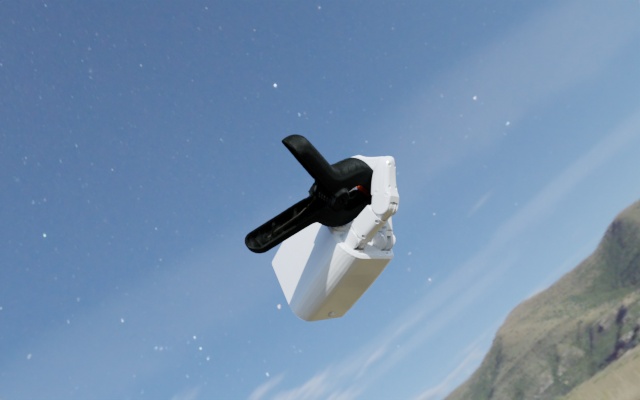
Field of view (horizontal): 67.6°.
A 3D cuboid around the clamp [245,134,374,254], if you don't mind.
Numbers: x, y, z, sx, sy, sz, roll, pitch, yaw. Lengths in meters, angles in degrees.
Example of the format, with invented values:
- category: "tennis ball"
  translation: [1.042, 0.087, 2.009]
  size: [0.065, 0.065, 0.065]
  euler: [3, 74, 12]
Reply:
- category: "clamp"
  translation: [0.000, 0.001, 0.481]
  size: [0.171, 0.120, 0.039]
  euler: [9, 31, -50]
